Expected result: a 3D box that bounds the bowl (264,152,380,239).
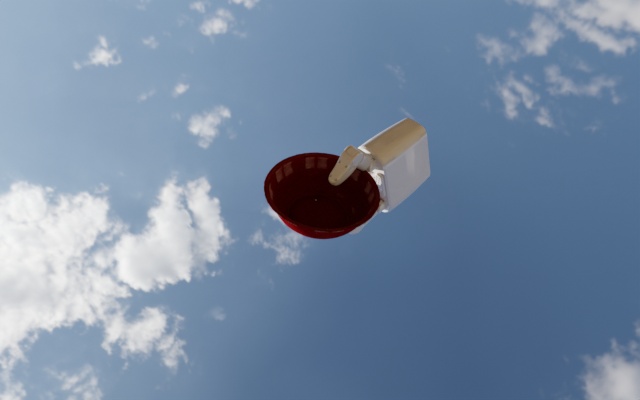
[{"bbox_3d":[-0.001,0.003,0.676,0.162,0.055,0.162,5,43,-5],"label":"bowl"}]
